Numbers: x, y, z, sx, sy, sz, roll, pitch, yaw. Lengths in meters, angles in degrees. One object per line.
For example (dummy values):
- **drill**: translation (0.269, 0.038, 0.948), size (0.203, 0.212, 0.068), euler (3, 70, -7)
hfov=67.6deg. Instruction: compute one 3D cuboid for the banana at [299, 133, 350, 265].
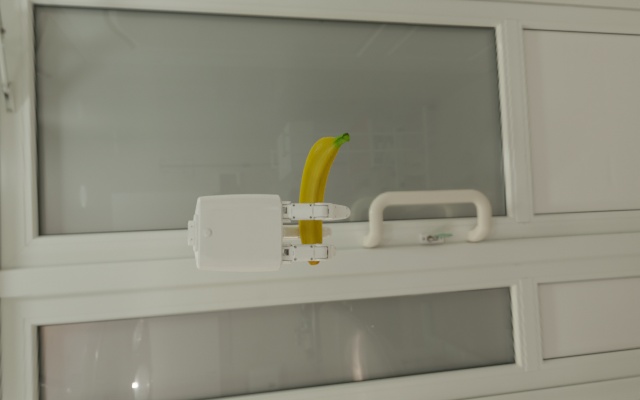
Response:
- **banana**: translation (-0.006, -0.007, 0.683), size (0.037, 0.198, 0.069), euler (4, 19, -24)
